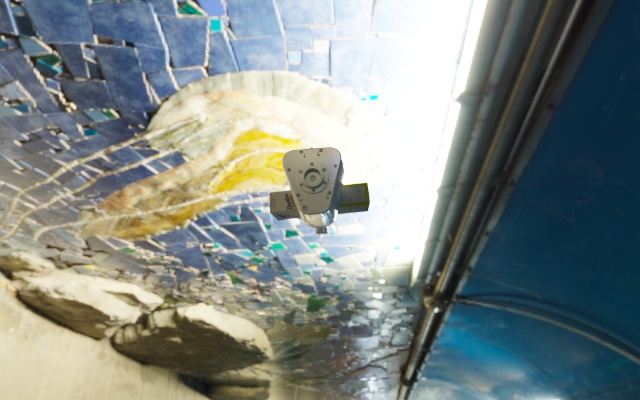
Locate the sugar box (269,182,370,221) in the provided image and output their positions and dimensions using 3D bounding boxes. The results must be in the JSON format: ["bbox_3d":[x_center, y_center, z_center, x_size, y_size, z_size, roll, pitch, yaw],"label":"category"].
[{"bbox_3d":[0.000,0.002,0.870,0.176,0.048,0.093,-3,-11,3],"label":"sugar box"}]
